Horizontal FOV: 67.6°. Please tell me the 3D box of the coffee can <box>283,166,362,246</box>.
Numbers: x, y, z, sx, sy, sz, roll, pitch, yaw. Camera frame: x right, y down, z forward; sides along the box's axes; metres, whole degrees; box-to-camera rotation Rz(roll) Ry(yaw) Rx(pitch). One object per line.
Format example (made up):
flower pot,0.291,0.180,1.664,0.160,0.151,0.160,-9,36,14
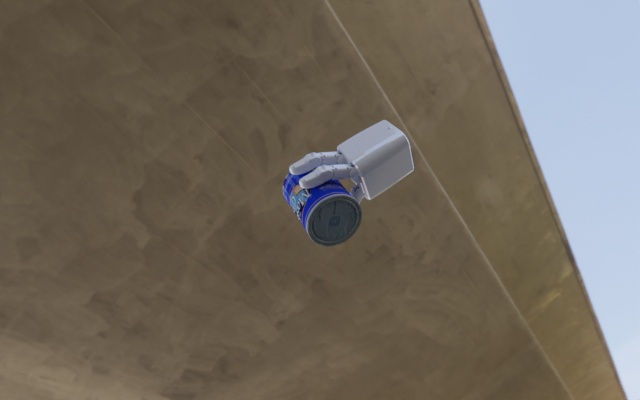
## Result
coffee can,0.000,0.003,0.871,0.103,0.103,0.140,0,29,-25
